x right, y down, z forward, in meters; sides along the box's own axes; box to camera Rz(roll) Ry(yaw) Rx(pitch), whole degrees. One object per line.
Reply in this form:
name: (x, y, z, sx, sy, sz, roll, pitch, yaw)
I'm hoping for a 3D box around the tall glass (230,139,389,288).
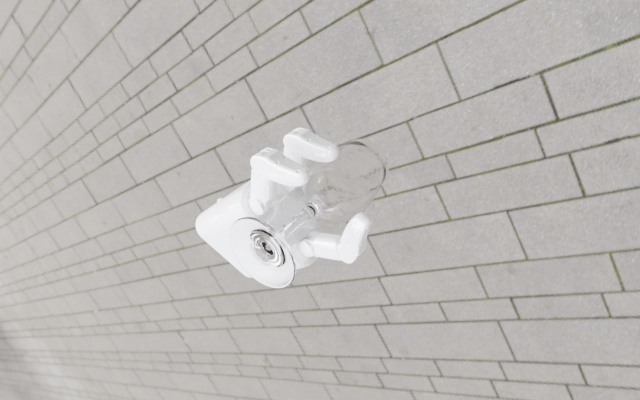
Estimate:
tall glass: (0.000, 0.002, 0.494, 0.079, 0.079, 0.201, 0, 28, 37)
